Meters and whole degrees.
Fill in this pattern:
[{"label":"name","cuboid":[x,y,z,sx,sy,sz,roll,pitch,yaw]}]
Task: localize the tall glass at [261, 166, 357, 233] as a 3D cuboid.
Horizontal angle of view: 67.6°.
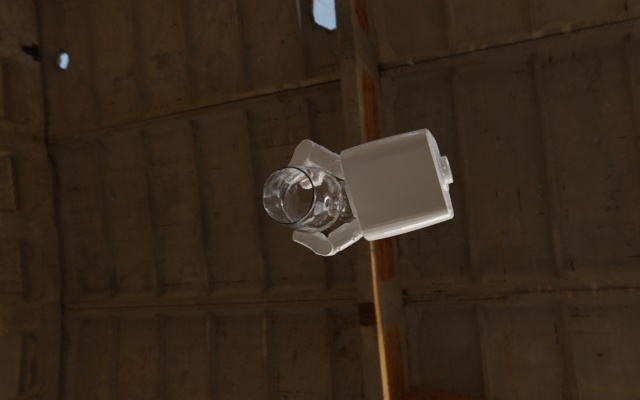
[{"label":"tall glass","cuboid":[0.000,0.002,0.591,0.079,0.079,0.201,0,-4,21]}]
